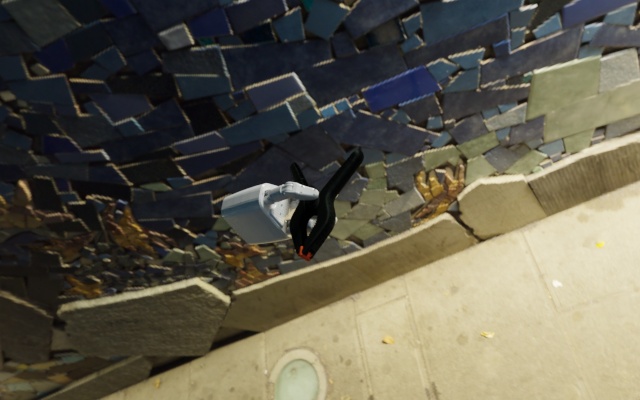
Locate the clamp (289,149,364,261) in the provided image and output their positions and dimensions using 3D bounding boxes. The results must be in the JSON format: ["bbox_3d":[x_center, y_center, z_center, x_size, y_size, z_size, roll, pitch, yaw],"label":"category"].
[{"bbox_3d":[-0.001,0.003,0.847,0.164,0.209,0.036,-15,-35,35],"label":"clamp"}]
